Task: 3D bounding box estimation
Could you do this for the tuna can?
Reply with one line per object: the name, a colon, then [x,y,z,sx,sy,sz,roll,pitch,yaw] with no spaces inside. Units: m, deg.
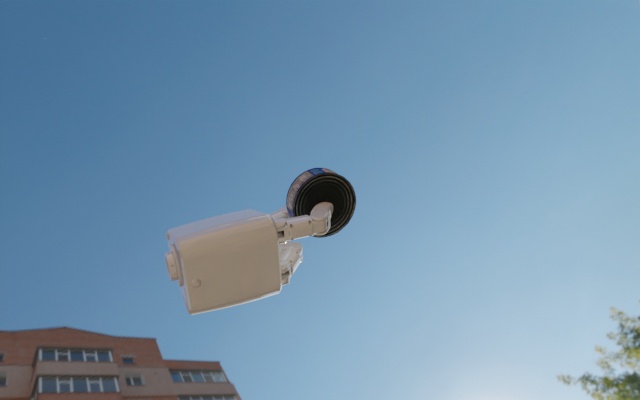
tuna can: [0.000,0.002,0.612,0.086,0.086,0.033,0,18,-24]
